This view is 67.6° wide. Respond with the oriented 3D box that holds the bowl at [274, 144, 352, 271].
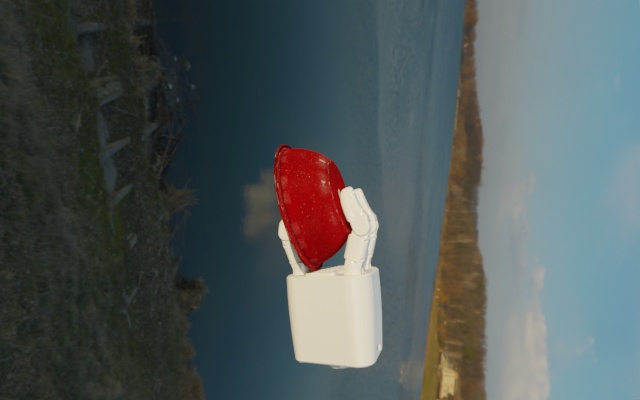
[{"bbox_3d":[0.000,0.001,0.585,0.055,0.162,0.162,-16,-4,14],"label":"bowl"}]
